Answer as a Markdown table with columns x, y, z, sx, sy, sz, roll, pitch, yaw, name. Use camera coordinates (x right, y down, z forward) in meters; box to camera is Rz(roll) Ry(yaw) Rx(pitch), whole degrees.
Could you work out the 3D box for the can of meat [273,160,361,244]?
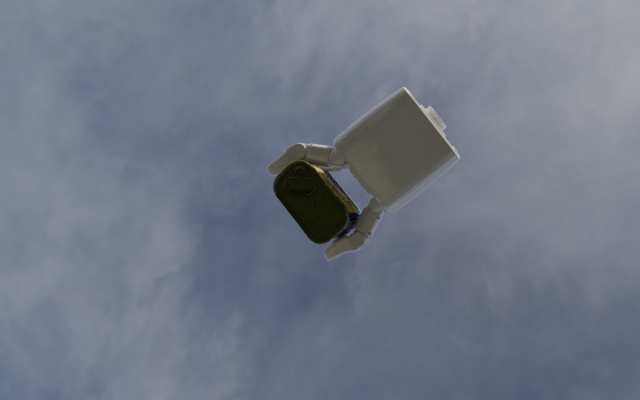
| x | y | z | sx | sy | sz | roll | pitch | yaw | name |
| --- | --- | --- | --- | --- | --- | --- | --- | --- | --- |
| 0.000 | 0.002 | 0.601 | 0.057 | 0.102 | 0.084 | -42 | -13 | 14 | can of meat |
